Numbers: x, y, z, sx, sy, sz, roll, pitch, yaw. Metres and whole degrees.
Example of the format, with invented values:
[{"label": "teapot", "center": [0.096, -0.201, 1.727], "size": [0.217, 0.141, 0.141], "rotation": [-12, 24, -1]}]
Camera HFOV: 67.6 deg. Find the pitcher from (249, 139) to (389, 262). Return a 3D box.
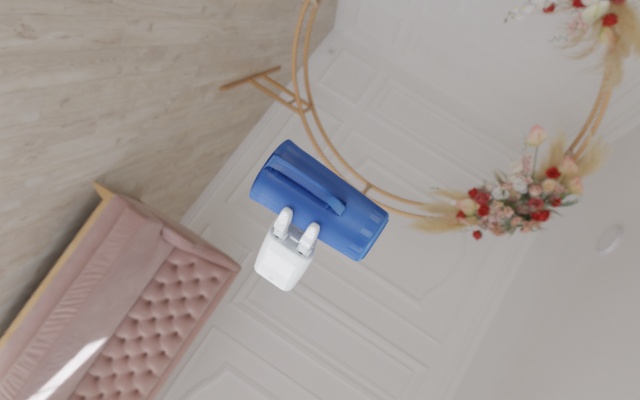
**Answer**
[{"label": "pitcher", "center": [0.000, 0.003, 0.872], "size": [0.243, 0.145, 0.149], "rotation": [33, 35, 5]}]
